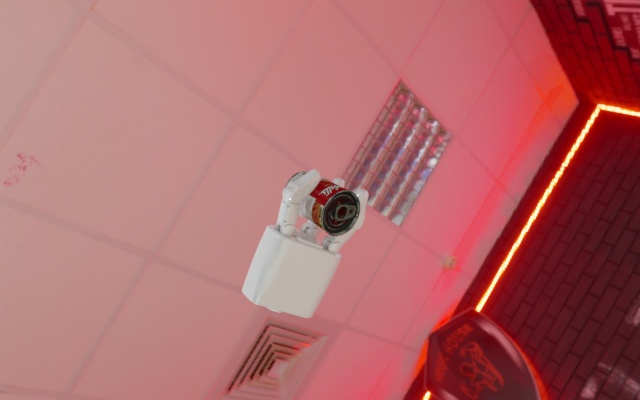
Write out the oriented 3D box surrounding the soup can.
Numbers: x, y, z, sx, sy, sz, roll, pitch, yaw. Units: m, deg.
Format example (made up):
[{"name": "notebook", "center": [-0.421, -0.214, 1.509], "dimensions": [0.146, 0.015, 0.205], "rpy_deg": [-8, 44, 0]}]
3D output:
[{"name": "soup can", "center": [0.000, 0.002, 0.698], "dimensions": [0.068, 0.068, 0.102], "rpy_deg": [0, 19, -38]}]
